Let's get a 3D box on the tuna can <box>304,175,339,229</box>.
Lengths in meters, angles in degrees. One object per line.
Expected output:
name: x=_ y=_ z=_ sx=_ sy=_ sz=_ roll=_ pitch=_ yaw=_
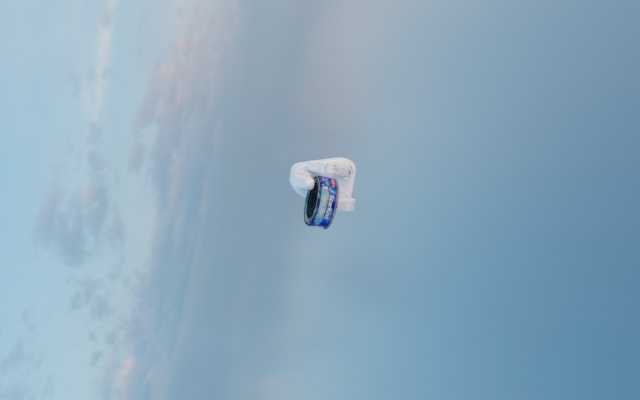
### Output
tuna can: x=0.000 y=0.002 z=0.784 sx=0.034 sy=0.086 sz=0.086 roll=11 pitch=-3 yaw=-15
